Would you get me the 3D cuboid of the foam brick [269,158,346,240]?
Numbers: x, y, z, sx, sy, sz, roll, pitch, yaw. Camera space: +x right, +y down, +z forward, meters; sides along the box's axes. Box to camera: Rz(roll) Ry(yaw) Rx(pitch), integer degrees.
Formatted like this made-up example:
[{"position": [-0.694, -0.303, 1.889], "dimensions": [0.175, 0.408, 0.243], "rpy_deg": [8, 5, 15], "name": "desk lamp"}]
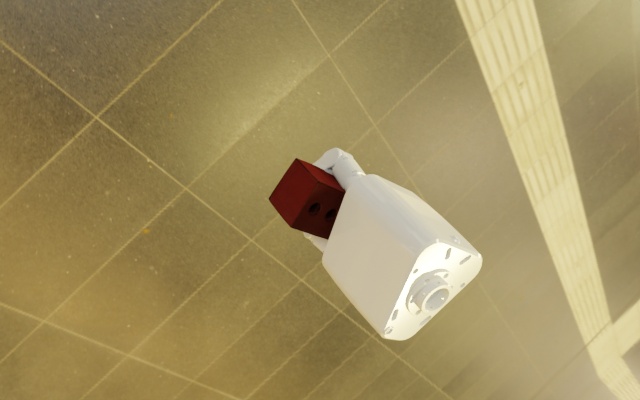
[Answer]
[{"position": [0.000, 0.002, 0.476], "dimensions": [0.078, 0.053, 0.051], "rpy_deg": [21, 19, -40], "name": "foam brick"}]
